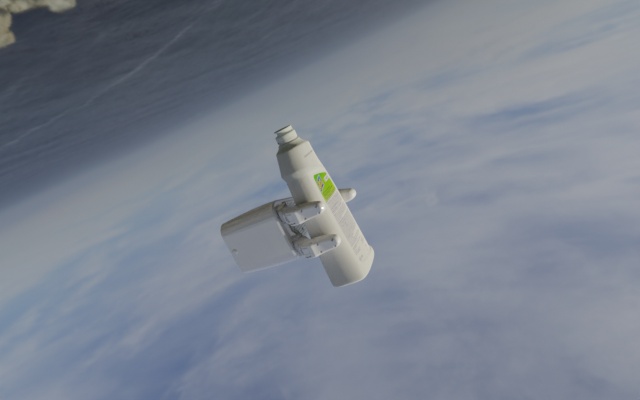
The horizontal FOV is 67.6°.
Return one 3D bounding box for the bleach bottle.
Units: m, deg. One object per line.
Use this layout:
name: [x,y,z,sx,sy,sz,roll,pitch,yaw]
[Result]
bleach bottle: [0.000,0.002,0.730,0.068,0.251,0.102,-21,15,20]
